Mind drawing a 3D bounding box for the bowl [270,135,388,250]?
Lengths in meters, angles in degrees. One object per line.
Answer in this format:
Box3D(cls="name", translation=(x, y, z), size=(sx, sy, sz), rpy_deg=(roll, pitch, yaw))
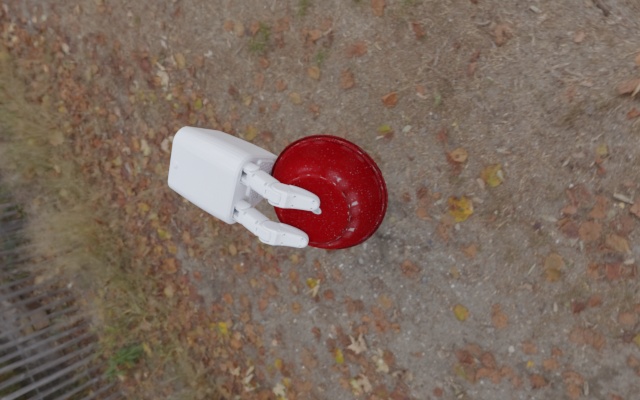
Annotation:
Box3D(cls="bowl", translation=(0.001, 0.002, 0.600), size=(0.162, 0.162, 0.055), rpy_deg=(0, 23, 19))
